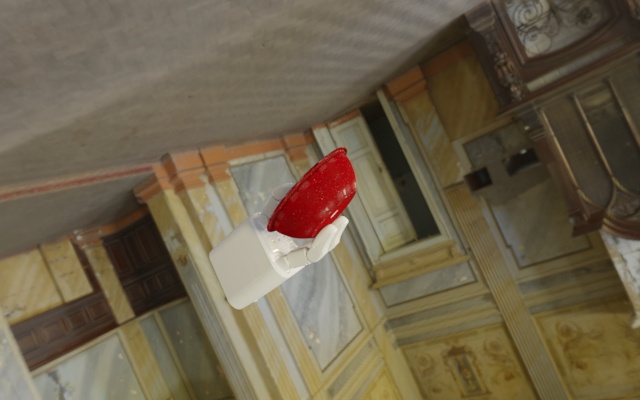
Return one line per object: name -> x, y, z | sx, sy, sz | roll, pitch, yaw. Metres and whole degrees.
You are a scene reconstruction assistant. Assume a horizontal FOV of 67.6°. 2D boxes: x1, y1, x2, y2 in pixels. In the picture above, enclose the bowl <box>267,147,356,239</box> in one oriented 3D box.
bowl -> 0.001, 0.002, 0.672 | 0.055, 0.162, 0.162 | 43, 9, 10
